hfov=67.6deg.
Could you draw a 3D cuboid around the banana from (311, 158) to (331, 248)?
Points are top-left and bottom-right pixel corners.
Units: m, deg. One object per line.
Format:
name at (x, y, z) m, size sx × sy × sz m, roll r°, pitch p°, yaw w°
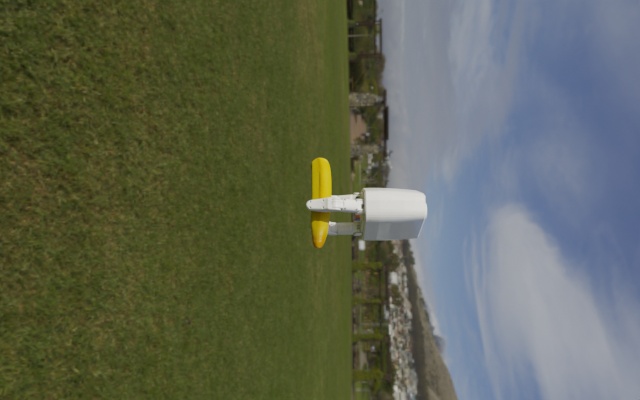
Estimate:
banana at (0.001, -0.011, 0.875) m, size 0.037 × 0.197 × 0.070 m, roll 1°, pitch -37°, yaw -2°
